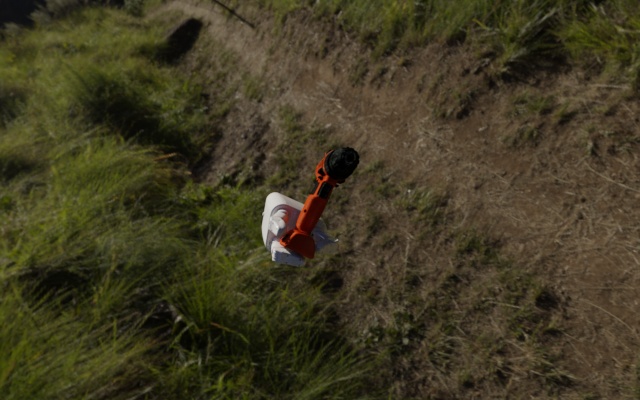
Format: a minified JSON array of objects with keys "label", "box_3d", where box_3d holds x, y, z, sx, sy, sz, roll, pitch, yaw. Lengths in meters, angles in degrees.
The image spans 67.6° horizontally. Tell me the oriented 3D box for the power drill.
[{"label":"power drill","box_3d":[0.000,0.003,0.798,0.057,0.187,0.184,28,-8,-5]}]
